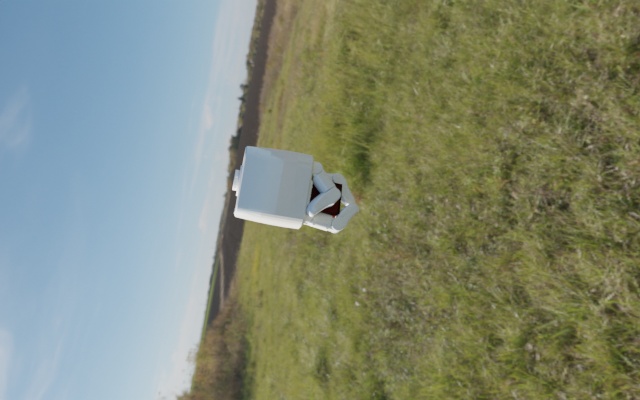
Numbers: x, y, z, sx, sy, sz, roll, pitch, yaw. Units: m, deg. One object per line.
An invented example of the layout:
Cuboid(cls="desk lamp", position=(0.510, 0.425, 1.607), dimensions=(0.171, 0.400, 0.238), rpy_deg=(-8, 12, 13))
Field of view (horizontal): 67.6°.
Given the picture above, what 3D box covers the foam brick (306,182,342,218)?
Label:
Cuboid(cls="foam brick", position=(0.000, 0.003, 0.789), dimensions=(0.051, 0.053, 0.078), rpy_deg=(9, -17, -10))
